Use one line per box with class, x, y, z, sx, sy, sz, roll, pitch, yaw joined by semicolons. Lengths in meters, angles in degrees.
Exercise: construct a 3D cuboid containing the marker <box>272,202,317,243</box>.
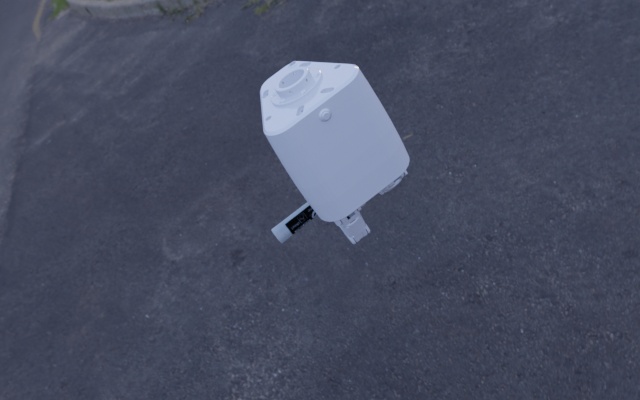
marker;0.000;0.002;0.516;0.121;0.020;0.020;-38;2;-3
